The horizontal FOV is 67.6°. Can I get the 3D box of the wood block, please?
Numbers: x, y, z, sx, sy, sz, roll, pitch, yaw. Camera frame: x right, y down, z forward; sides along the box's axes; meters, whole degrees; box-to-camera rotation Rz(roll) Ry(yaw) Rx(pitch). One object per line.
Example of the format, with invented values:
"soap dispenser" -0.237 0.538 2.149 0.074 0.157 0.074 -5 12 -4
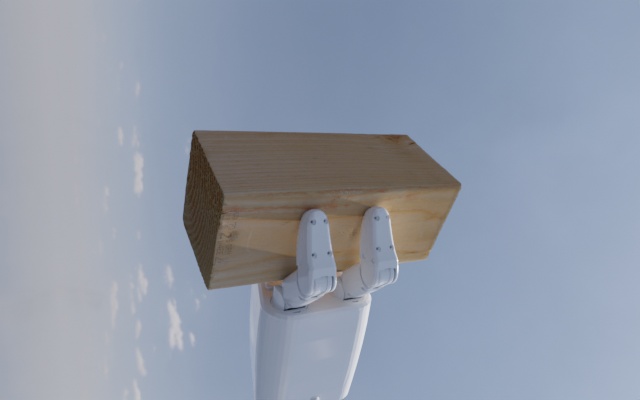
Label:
"wood block" 0.000 0.001 0.404 0.206 0.090 0.090 -3 37 -29
